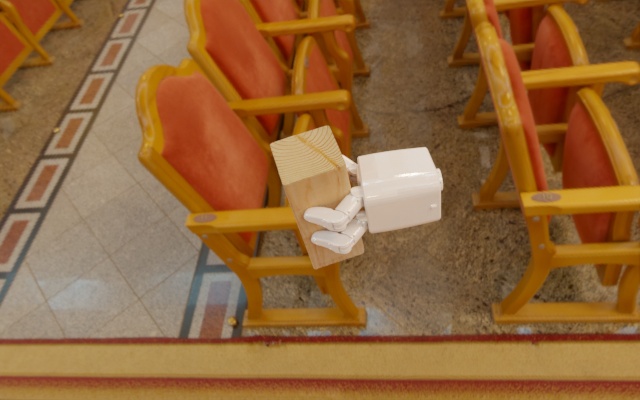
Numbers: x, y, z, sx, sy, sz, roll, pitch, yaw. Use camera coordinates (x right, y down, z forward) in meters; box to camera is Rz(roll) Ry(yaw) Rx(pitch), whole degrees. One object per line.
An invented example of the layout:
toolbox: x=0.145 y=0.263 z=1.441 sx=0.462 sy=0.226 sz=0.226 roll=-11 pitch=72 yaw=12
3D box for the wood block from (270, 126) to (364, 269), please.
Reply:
wood block: x=0.000 y=0.002 z=0.723 sx=0.090 sy=0.090 sz=0.206 roll=-18 pitch=-42 yaw=-2
